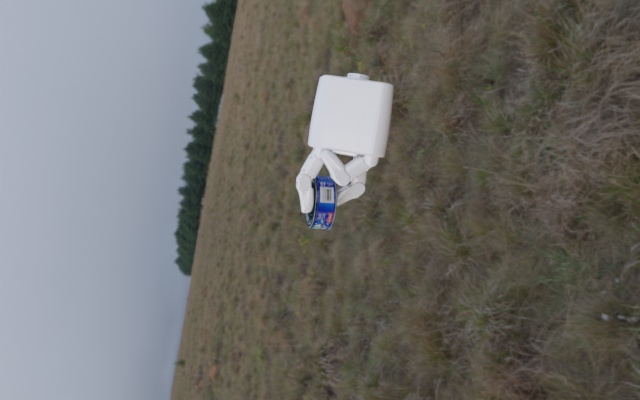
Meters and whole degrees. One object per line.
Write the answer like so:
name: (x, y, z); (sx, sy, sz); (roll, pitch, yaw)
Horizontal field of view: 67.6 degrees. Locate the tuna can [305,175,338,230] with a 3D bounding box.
tuna can: (0.000, 0.003, 0.756); (0.034, 0.086, 0.086); (4, -1, -13)
